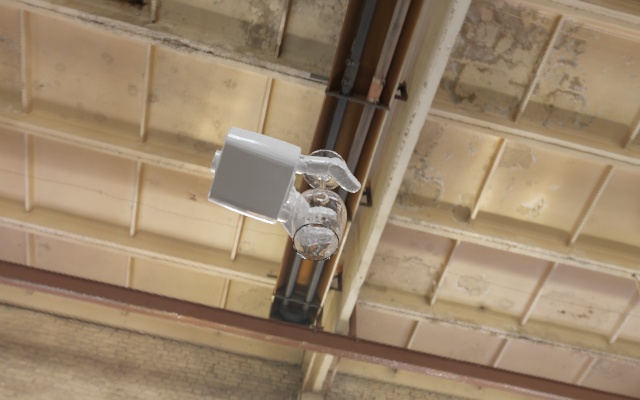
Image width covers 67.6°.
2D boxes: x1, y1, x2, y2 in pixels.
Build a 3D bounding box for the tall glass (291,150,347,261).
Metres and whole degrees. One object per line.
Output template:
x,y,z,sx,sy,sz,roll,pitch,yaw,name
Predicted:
0.000,0.002,0.706,0.079,0.079,0.201,0,32,4,tall glass
